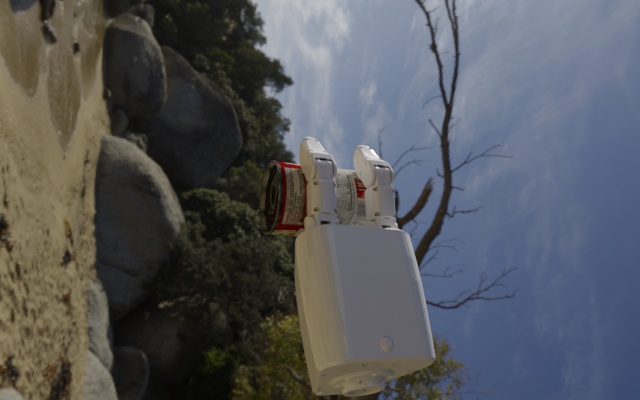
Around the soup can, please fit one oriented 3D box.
[{"bbox_3d":[0.000,0.001,0.449,0.102,0.068,0.068,5,-2,-21],"label":"soup can"}]
